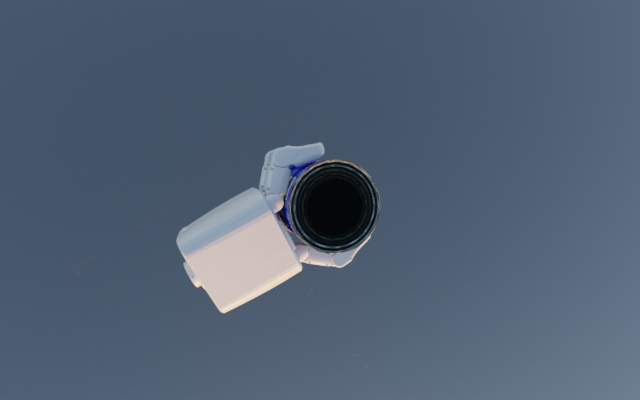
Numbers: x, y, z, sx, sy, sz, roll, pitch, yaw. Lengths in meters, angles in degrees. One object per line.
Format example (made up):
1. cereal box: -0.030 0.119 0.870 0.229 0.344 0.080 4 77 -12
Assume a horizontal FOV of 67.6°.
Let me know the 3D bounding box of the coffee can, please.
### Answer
1. coffee can: 0.000 0.002 0.578 0.103 0.103 0.140 0 4 -13
